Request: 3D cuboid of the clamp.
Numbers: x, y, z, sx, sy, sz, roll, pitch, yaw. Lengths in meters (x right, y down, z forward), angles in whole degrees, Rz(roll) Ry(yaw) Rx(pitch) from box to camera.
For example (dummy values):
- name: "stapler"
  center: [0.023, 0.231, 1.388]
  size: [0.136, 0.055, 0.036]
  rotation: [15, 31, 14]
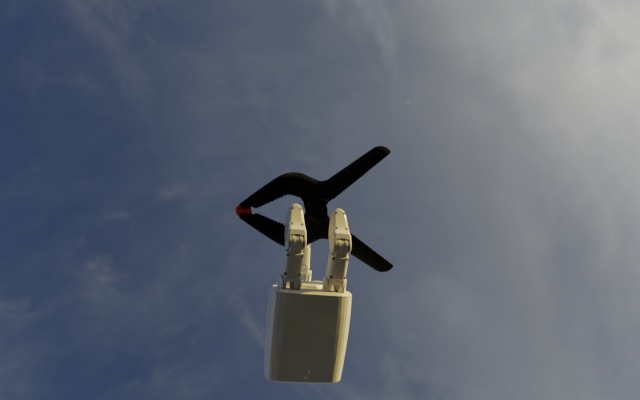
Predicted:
- name: "clamp"
  center: [-0.001, 0.002, 0.609]
  size: [0.210, 0.164, 0.036]
  rotation: [6, -4, -14]
